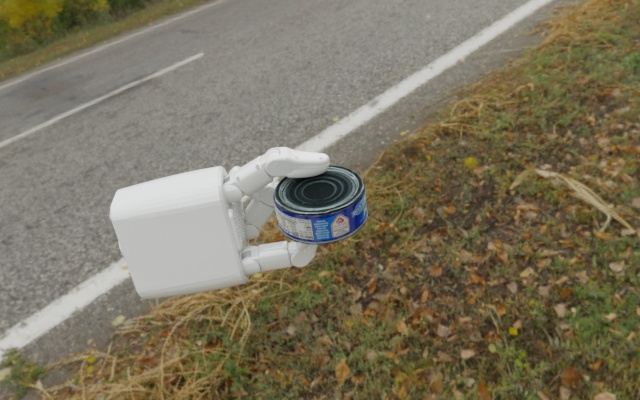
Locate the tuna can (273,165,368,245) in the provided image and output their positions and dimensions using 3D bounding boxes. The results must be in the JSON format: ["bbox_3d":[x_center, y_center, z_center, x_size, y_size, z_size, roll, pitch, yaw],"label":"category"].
[{"bbox_3d":[0.000,0.001,0.442,0.086,0.034,0.086,-5,34,4],"label":"tuna can"}]
